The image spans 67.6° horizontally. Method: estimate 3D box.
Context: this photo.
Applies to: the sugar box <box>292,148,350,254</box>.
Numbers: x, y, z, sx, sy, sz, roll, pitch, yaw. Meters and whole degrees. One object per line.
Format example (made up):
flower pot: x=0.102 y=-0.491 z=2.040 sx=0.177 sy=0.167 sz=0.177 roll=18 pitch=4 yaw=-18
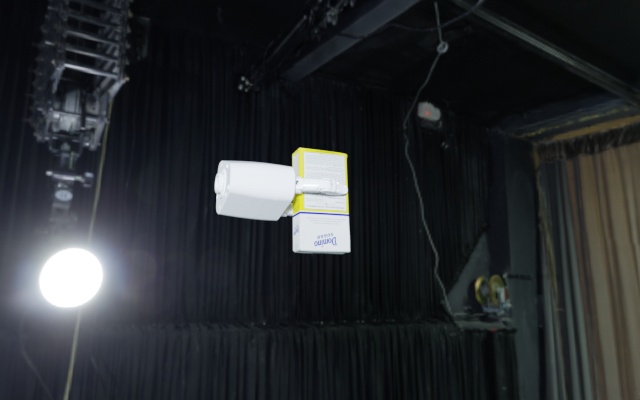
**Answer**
sugar box: x=0.000 y=0.003 z=0.823 sx=0.093 sy=0.176 sz=0.048 roll=5 pitch=-11 yaw=-21
